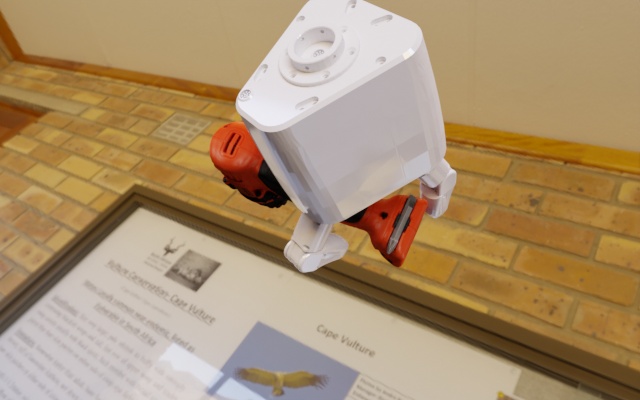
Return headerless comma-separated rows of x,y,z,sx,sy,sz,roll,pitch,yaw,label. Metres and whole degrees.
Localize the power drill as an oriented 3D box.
0.000,0.002,0.452,0.187,0.057,0.184,22,-7,11,power drill
